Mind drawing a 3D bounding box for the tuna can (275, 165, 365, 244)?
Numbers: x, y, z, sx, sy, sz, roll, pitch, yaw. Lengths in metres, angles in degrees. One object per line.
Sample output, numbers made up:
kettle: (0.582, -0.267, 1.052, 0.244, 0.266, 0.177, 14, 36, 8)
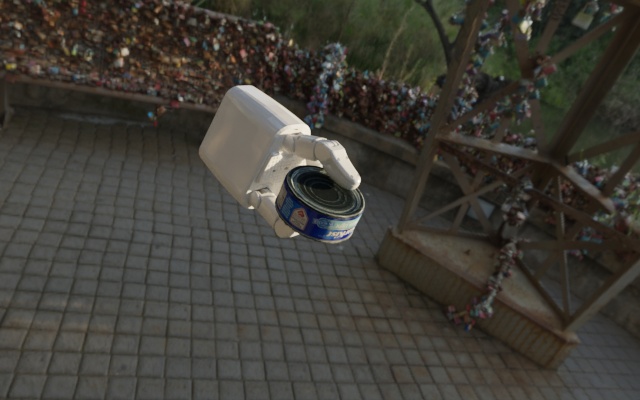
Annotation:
tuna can: (0.000, 0.001, 0.477, 0.086, 0.034, 0.086, 18, 33, -12)
